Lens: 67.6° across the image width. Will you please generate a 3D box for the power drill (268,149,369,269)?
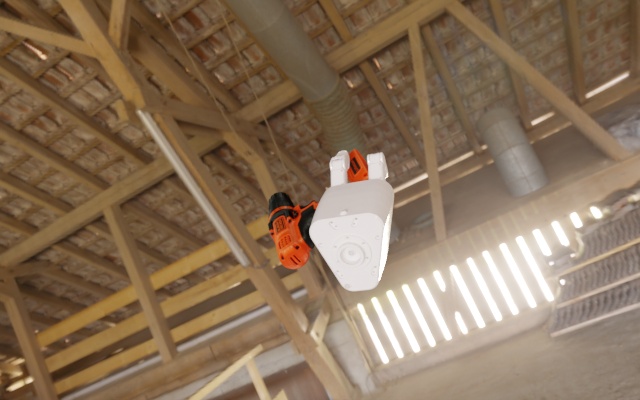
[{"bbox_3d":[0.001,0.002,0.750,0.187,0.057,0.184,-37,33,9],"label":"power drill"}]
